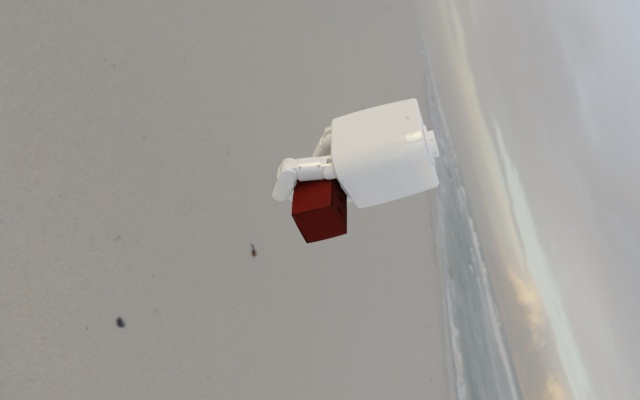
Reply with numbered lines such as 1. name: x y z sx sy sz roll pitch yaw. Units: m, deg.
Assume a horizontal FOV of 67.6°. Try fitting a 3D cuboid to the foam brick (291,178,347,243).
1. foam brick: 0.000 0.002 0.571 0.051 0.078 0.053 -13 -46 15
